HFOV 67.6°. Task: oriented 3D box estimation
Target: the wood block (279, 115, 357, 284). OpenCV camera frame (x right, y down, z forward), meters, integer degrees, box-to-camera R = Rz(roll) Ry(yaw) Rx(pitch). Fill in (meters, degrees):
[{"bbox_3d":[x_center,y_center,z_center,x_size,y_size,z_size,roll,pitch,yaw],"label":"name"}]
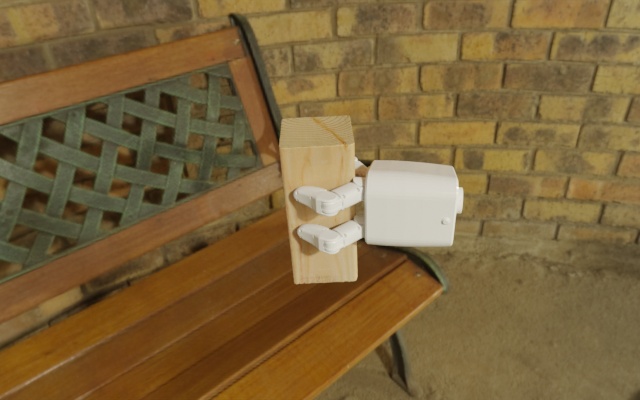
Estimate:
[{"bbox_3d":[0.000,0.002,0.635,0.090,0.206,0.090,-3,31,1],"label":"wood block"}]
